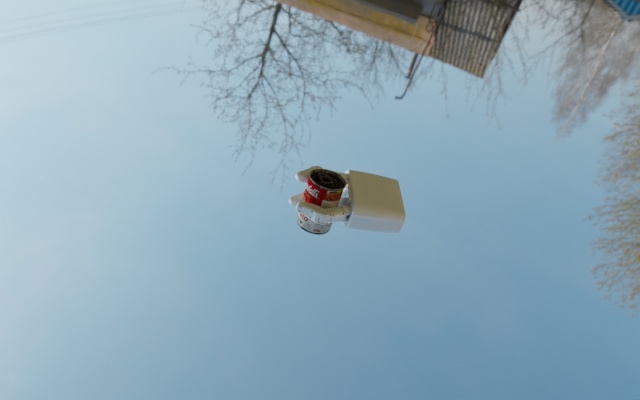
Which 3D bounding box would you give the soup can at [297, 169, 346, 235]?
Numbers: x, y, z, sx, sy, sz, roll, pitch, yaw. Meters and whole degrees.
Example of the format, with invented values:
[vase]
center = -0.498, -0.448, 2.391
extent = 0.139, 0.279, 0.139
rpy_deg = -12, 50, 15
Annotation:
[soup can]
center = 0.000, 0.003, 0.874
extent = 0.068, 0.102, 0.068
rpy_deg = 13, 31, -8
